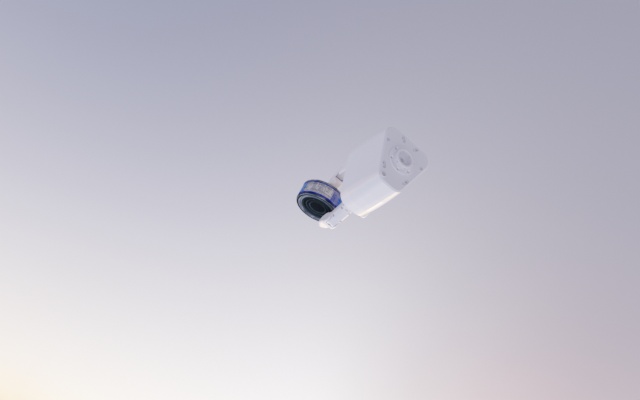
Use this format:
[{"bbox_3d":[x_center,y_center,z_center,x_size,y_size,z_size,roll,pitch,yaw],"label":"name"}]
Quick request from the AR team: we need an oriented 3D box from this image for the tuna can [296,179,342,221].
[{"bbox_3d":[0.000,0.003,0.860,0.086,0.033,0.086,21,-31,14],"label":"tuna can"}]
